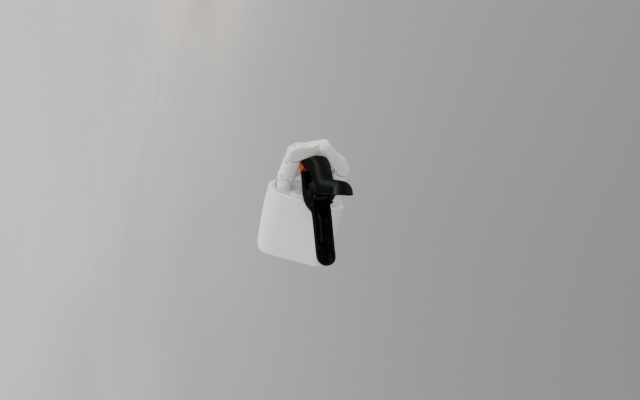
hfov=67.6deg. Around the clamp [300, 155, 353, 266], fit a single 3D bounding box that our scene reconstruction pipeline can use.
[{"bbox_3d":[-0.001,0.002,0.639,0.039,0.120,0.171,9,23,-17],"label":"clamp"}]
